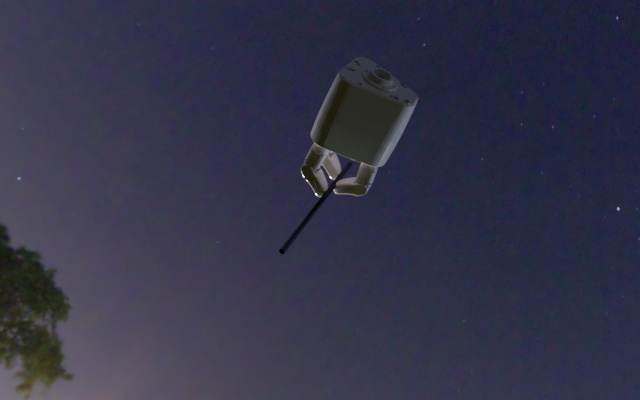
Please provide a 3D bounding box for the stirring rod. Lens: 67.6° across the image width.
[{"bbox_3d":[0.000,0.002,0.692,0.011,0.011,0.239,0,31,28],"label":"stirring rod"}]
